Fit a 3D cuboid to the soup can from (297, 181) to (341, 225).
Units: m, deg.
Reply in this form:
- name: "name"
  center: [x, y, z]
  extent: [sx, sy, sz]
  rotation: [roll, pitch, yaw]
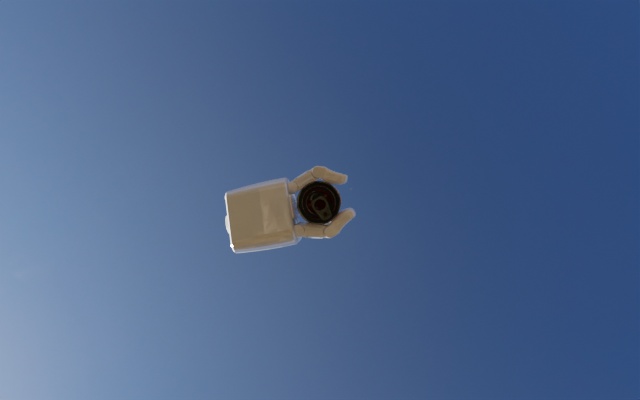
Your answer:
- name: "soup can"
  center: [0.001, 0.002, 0.780]
  extent: [0.068, 0.068, 0.102]
  rotation: [0, 1, 4]
